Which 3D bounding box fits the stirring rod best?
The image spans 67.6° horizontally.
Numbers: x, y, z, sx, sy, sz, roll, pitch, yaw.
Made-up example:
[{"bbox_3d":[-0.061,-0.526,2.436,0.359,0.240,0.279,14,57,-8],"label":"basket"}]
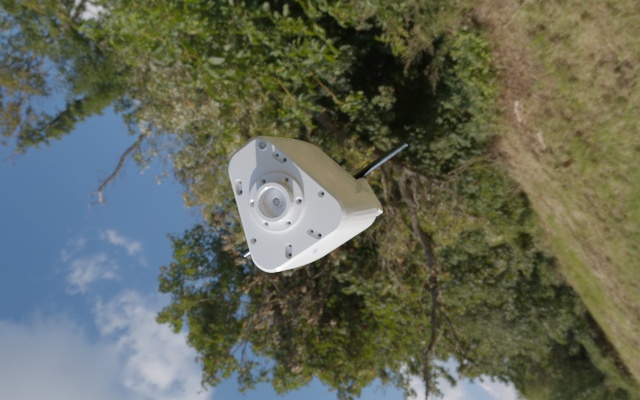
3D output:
[{"bbox_3d":[0.000,0.002,0.563,0.239,0.011,0.011,-35,-11,16],"label":"stirring rod"}]
